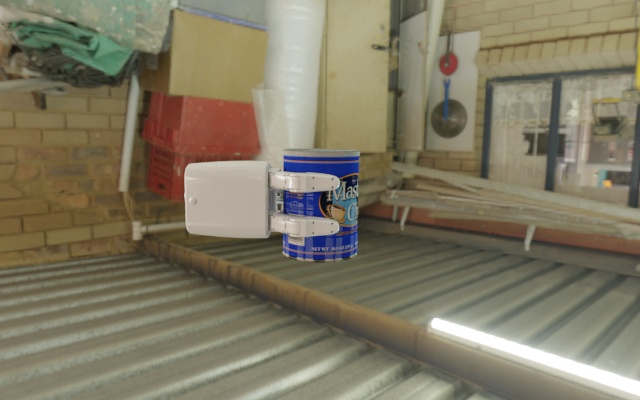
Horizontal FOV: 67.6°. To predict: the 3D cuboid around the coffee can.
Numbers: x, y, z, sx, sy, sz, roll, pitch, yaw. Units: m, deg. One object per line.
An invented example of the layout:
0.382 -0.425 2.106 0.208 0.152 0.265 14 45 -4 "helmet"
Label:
0.000 0.002 0.641 0.103 0.140 0.103 1 8 0 "coffee can"
